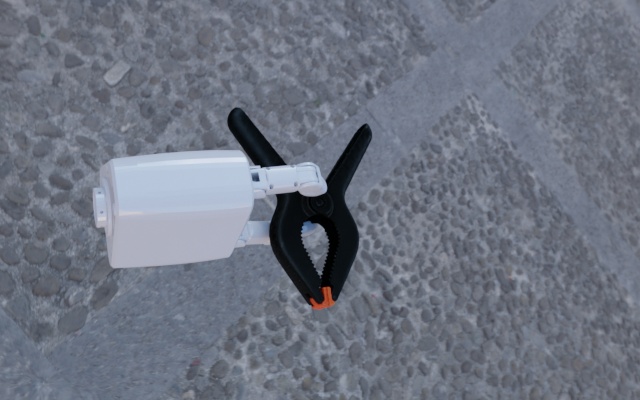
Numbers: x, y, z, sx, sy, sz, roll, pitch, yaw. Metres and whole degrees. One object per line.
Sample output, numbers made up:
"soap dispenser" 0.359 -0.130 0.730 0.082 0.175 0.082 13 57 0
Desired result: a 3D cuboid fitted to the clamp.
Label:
"clamp" 0.000 0.002 0.489 0.164 0.210 0.036 -6 -15 -27
